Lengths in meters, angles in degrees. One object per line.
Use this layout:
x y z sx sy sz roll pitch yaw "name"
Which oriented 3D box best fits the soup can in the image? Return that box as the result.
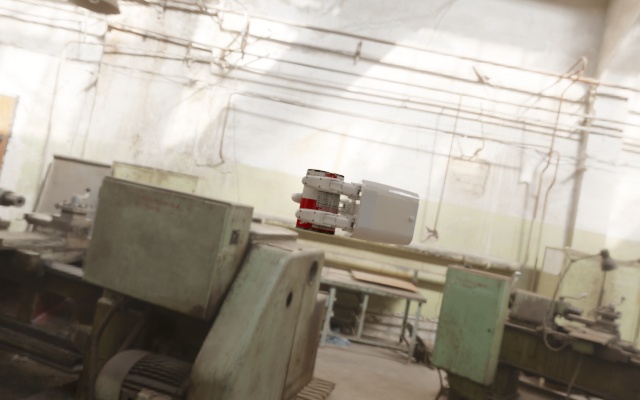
0.000 0.002 0.804 0.068 0.102 0.068 11 -2 0 "soup can"
